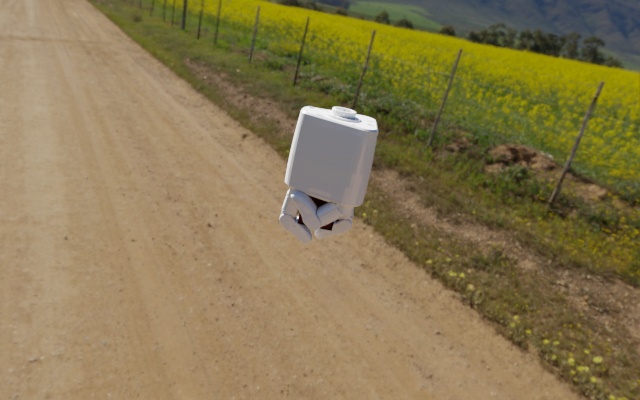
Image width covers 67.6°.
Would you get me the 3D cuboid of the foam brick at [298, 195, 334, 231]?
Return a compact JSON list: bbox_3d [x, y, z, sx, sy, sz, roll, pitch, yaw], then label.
[{"bbox_3d":[0.000,0.002,0.704,0.053,0.051,0.078,12,21,0],"label":"foam brick"}]
